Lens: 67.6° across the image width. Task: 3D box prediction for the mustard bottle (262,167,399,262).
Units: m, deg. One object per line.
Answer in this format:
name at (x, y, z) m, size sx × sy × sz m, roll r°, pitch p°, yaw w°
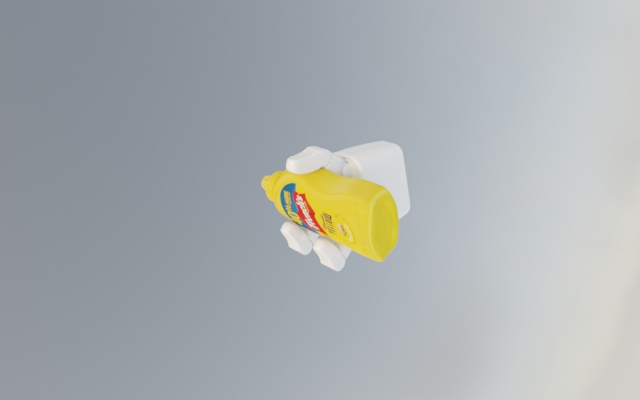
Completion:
mustard bottle at (0.000, 0.002, 0.578) m, size 0.191 × 0.096 × 0.058 m, roll 21°, pitch 54°, yaw 36°
